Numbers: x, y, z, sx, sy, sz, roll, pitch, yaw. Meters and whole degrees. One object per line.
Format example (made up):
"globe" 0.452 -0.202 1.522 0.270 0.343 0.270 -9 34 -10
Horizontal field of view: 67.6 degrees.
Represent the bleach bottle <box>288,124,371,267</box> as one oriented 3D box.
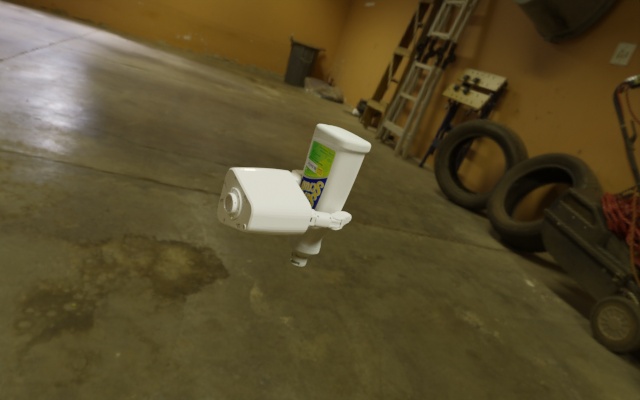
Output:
"bleach bottle" 0.000 0.003 0.822 0.068 0.251 0.102 3 23 -39
